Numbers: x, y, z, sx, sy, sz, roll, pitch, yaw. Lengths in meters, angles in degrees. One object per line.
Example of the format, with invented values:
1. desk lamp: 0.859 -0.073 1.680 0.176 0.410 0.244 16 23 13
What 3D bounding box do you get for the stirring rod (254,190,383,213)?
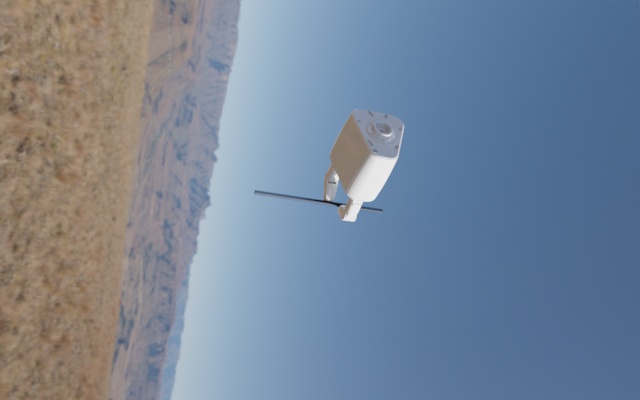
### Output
1. stirring rod: 0.000 0.003 0.863 0.239 0.011 0.011 9 -2 -15
